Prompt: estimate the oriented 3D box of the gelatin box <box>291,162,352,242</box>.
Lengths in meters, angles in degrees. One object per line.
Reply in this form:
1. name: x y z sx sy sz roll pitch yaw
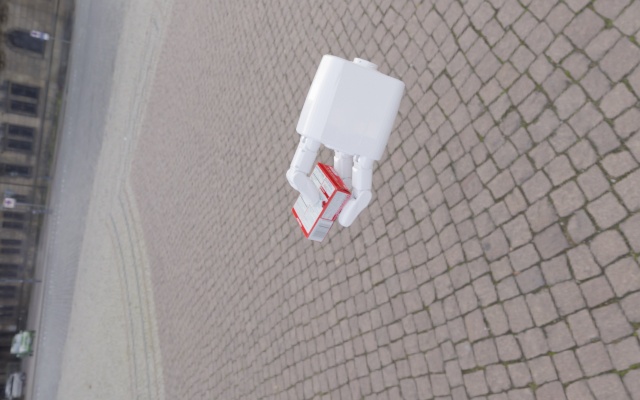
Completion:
1. gelatin box: 0.000 0.002 0.676 0.030 0.089 0.073 17 24 -33
